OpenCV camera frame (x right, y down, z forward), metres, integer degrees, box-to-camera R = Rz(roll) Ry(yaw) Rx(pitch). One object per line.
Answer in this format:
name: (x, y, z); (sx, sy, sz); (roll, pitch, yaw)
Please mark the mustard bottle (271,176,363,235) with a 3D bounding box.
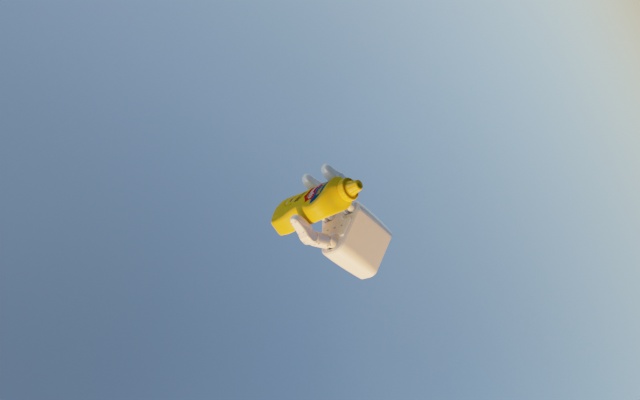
mustard bottle: (0.000, 0.003, 0.856); (0.192, 0.058, 0.096); (-23, 16, 42)
